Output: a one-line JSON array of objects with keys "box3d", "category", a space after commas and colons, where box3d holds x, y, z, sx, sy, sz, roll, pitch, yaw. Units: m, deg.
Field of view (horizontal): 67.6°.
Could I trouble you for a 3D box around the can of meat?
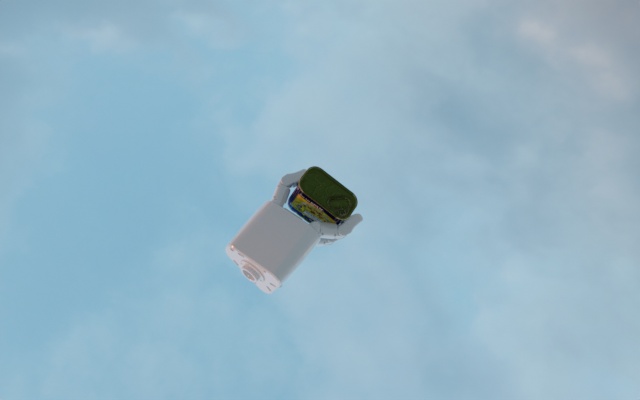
[{"box3d": [0.000, 0.003, 0.811, 0.102, 0.057, 0.084, 37, -30, -2], "category": "can of meat"}]
